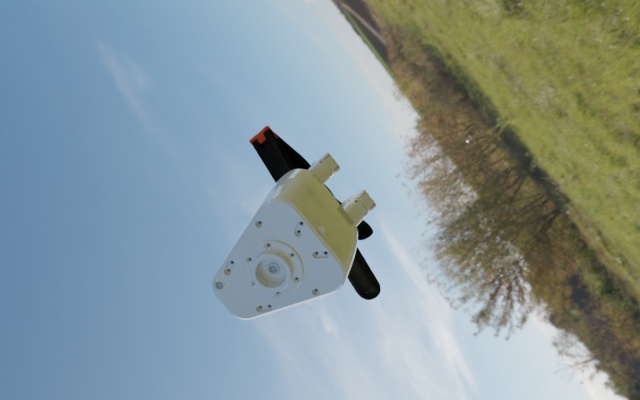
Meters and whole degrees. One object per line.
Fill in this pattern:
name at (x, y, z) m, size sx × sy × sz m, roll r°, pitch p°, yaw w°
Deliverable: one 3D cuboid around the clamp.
clamp at (-0.001, 0.002, 0.554) m, size 0.036 × 0.210 × 0.164 m, roll -38°, pitch 7°, yaw 14°
